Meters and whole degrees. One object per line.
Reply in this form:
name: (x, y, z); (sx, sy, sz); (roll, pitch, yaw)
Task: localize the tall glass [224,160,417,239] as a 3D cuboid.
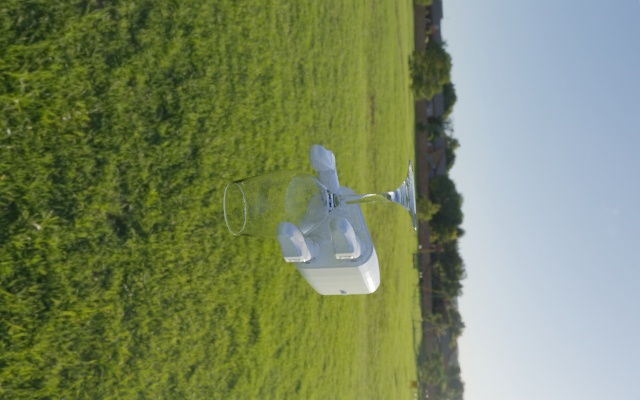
tall glass: (0.001, 0.002, 0.518); (0.201, 0.079, 0.079); (-4, -1, 12)
